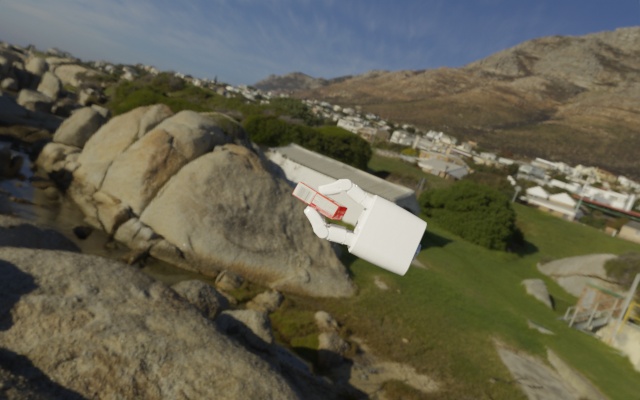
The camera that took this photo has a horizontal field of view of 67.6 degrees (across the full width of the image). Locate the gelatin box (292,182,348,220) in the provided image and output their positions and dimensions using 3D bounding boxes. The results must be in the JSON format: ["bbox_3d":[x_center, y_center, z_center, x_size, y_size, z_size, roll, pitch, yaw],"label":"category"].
[{"bbox_3d":[0.000,0.002,0.860,0.089,0.030,0.073,32,4,12],"label":"gelatin box"}]
